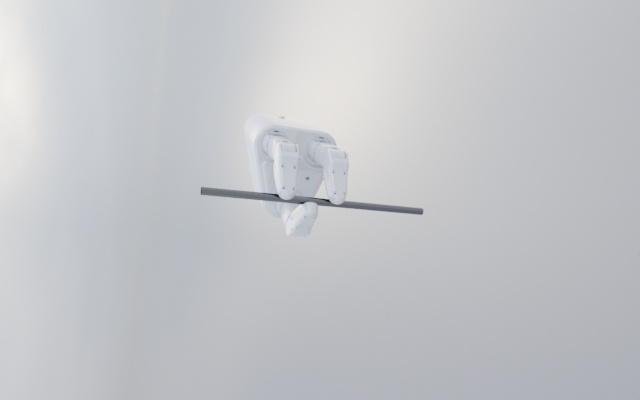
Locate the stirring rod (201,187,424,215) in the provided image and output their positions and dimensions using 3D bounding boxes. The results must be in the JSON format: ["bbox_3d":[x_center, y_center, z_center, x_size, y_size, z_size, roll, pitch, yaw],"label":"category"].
[{"bbox_3d":[0.000,0.002,0.491,0.239,0.011,0.011,5,-2,-20],"label":"stirring rod"}]
